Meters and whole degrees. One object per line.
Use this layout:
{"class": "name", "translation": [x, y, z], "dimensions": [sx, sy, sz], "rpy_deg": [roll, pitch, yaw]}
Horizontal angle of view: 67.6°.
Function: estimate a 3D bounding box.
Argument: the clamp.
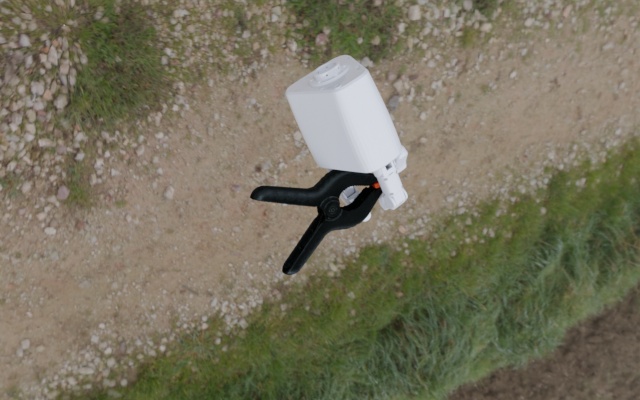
{"class": "clamp", "translation": [0.001, 0.002, 0.587], "dimensions": [0.171, 0.120, 0.039], "rpy_deg": [-35, 31, -13]}
